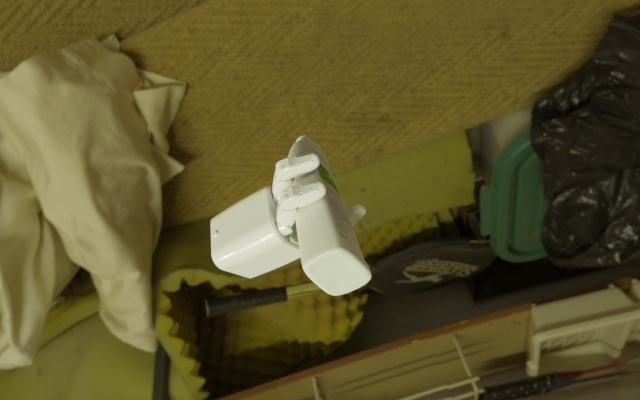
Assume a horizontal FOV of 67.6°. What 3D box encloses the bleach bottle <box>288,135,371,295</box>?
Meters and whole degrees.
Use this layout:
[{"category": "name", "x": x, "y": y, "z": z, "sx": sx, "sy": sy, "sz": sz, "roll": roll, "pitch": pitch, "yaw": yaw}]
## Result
[{"category": "bleach bottle", "x": 0.000, "y": 0.002, "z": 0.677, "sx": 0.068, "sy": 0.250, "sz": 0.103, "roll": -27, "pitch": -44, "yaw": 15}]
